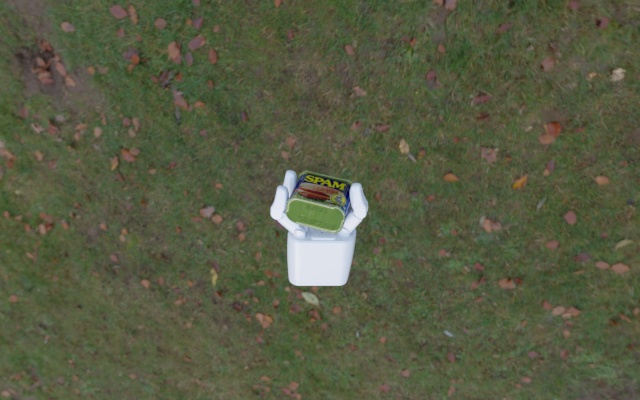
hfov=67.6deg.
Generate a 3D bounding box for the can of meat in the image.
[{"bbox_3d":[0.000,0.003,0.785,0.102,0.057,0.084,14,35,7],"label":"can of meat"}]
